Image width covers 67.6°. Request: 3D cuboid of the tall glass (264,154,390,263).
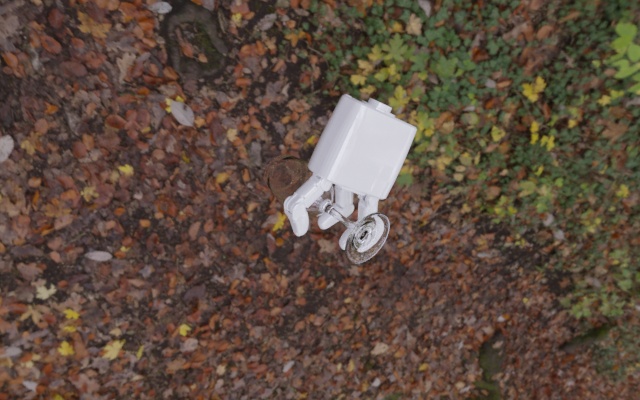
[{"bbox_3d":[0.000,0.003,0.664,0.079,0.079,0.201,0,27,-43],"label":"tall glass"}]
